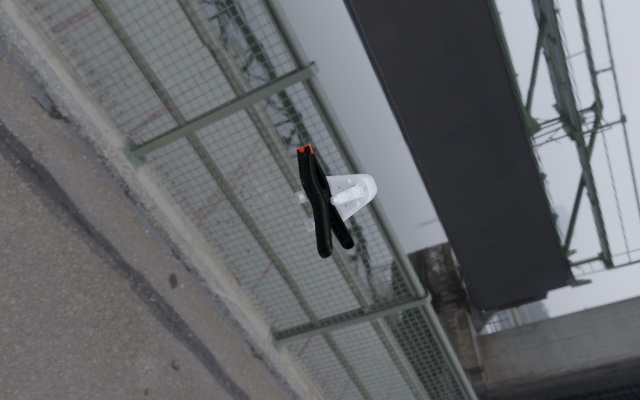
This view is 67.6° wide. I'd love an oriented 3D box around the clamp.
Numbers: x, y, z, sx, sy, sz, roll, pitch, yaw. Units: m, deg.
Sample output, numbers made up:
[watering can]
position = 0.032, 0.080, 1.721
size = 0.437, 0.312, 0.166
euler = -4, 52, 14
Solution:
[clamp]
position = 0.001, 0.002, 0.843
size = 0.036, 0.210, 0.164
euler = -21, 1, 16
